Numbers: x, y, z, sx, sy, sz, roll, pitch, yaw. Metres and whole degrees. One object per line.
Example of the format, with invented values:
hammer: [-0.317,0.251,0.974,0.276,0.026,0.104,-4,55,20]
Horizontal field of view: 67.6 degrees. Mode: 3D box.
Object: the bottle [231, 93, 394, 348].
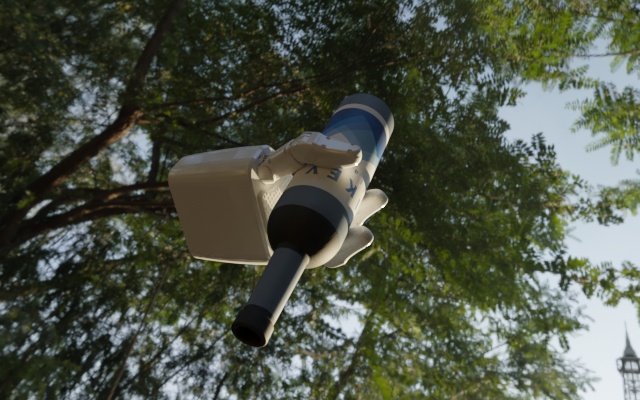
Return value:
bottle: [0.000,0.001,0.431,0.069,0.069,0.295,0,39,26]
